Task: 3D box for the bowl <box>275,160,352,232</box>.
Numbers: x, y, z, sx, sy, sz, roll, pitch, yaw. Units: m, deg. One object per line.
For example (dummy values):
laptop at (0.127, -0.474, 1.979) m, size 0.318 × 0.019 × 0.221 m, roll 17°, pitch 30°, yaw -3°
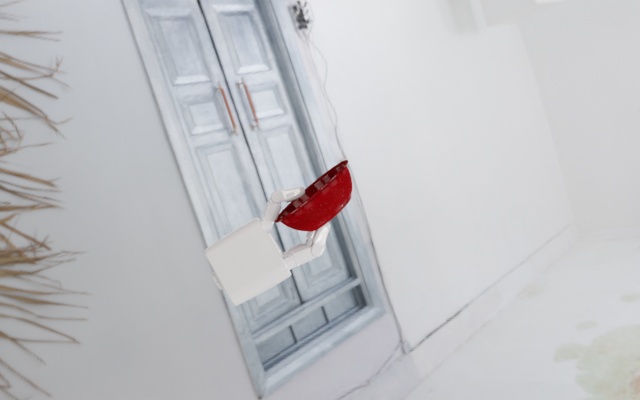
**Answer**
bowl at (0.001, 0.002, 0.809) m, size 0.162 × 0.055 × 0.162 m, roll -40°, pitch 8°, yaw 6°
